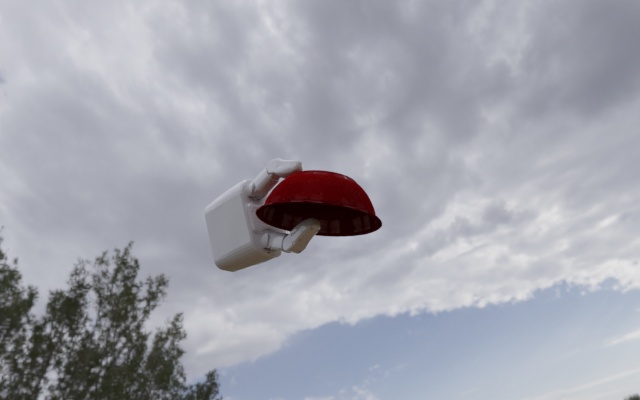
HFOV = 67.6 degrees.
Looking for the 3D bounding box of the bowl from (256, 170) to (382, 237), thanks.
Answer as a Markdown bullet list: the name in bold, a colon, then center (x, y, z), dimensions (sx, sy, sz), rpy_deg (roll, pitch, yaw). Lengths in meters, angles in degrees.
- **bowl**: center (0.001, 0.001, 0.618), dimensions (0.162, 0.055, 0.162), rpy_deg (5, -17, 2)
